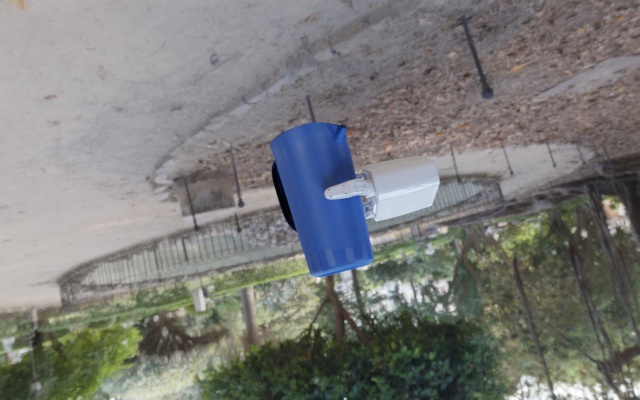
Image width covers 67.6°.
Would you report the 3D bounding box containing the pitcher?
[{"bbox_3d":[0.000,0.003,0.803,0.145,0.242,0.149,-14,-10,-2],"label":"pitcher"}]
